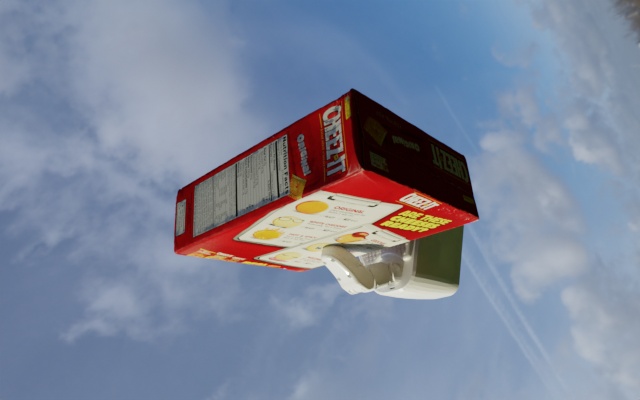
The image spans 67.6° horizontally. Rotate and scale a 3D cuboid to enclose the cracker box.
[{"bbox_3d":[0.000,0.002,0.421,0.214,0.072,0.164,-23,-27,37],"label":"cracker box"}]
